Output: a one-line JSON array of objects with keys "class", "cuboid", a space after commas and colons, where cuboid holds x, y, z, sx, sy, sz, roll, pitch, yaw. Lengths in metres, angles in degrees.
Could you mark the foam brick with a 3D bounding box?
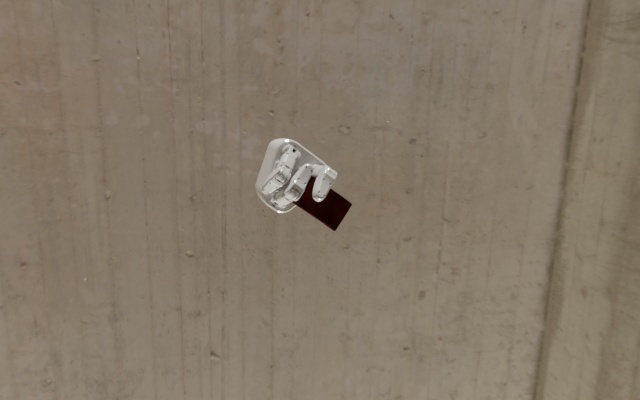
[{"class": "foam brick", "cuboid": [0.000, 0.003, 0.754, 0.078, 0.053, 0.051, 36, -2, -19]}]
